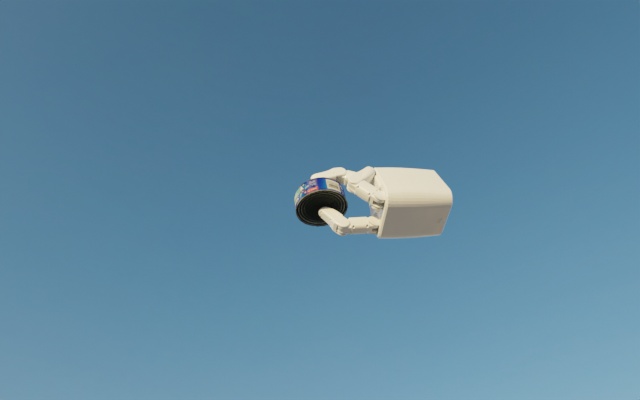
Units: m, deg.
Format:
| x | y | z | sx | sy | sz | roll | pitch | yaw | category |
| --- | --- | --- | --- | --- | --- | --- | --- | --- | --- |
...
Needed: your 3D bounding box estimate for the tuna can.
| x | y | z | sx | sy | sz | roll | pitch | yaw | category |
| --- | --- | --- | --- | --- | --- | --- | --- | --- | --- |
| 0.000 | 0.002 | 0.786 | 0.086 | 0.033 | 0.086 | -6 | -43 | -5 | tuna can |
